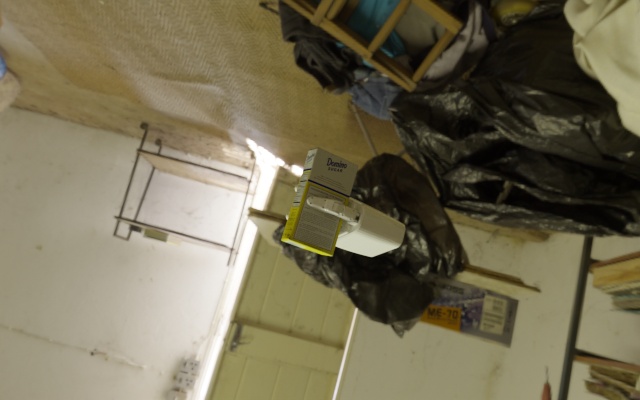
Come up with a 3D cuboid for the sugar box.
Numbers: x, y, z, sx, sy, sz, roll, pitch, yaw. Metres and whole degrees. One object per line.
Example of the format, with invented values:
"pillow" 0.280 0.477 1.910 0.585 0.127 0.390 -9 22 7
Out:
"sugar box" 0.000 0.003 0.867 0.093 0.176 0.048 23 -14 -26
